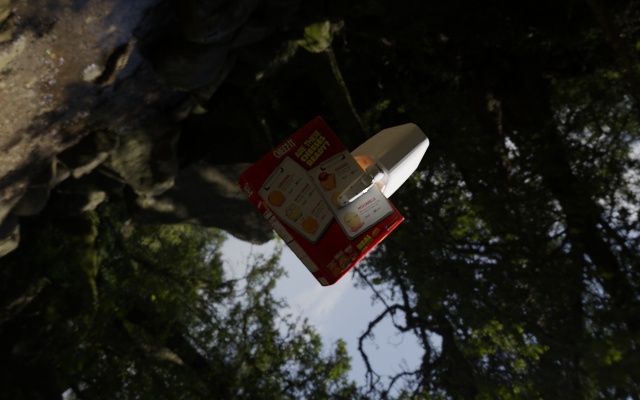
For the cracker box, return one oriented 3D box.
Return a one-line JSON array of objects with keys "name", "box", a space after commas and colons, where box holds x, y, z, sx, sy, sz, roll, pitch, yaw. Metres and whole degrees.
[{"name": "cracker box", "box": [0.000, 0.003, 0.752, 0.164, 0.213, 0.072, -40, 0, -23]}]
